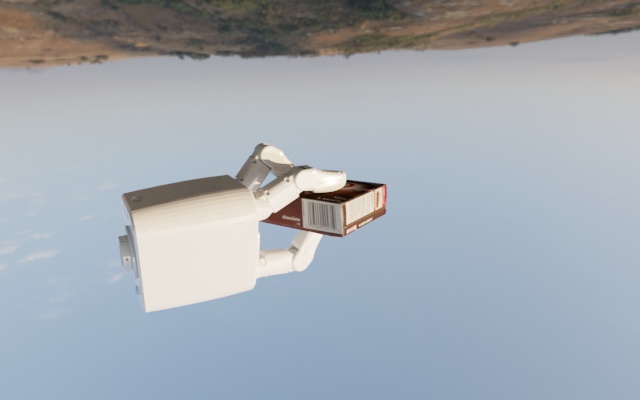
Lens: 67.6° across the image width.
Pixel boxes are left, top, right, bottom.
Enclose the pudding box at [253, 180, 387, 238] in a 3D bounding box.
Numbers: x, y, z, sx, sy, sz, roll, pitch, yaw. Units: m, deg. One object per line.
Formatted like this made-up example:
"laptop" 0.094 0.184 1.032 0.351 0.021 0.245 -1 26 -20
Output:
"pudding box" 0.000 0.002 0.502 0.113 0.039 0.090 11 20 33
